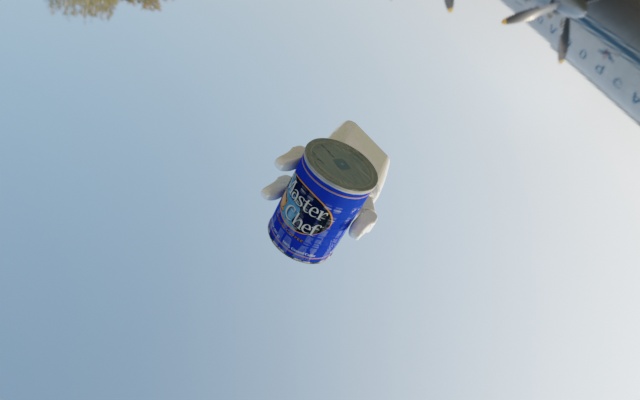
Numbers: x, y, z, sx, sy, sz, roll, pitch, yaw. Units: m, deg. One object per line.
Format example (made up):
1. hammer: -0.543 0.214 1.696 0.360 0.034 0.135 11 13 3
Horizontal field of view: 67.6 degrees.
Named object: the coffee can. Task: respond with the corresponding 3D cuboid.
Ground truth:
1. coffee can: 0.000 0.002 0.644 0.103 0.140 0.102 19 37 -15
